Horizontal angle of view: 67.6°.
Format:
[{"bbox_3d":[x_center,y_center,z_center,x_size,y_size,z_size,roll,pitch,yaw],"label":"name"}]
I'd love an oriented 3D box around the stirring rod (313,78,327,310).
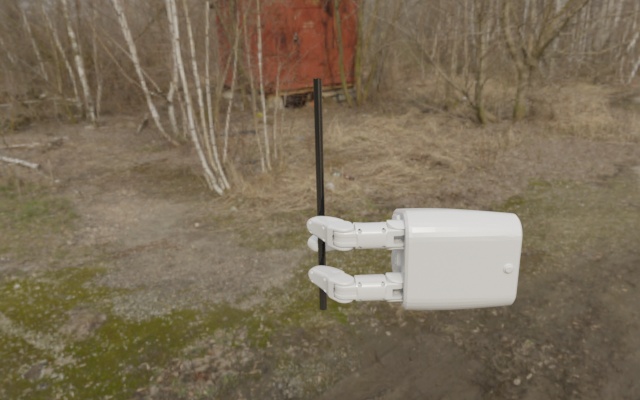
[{"bbox_3d":[0.000,0.002,0.480,0.011,0.239,0.011,-1,17,0],"label":"stirring rod"}]
